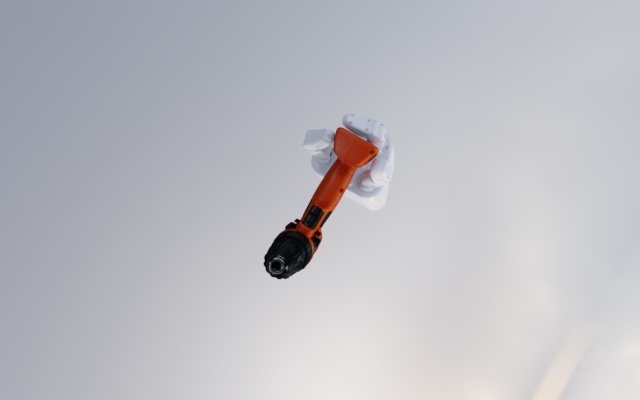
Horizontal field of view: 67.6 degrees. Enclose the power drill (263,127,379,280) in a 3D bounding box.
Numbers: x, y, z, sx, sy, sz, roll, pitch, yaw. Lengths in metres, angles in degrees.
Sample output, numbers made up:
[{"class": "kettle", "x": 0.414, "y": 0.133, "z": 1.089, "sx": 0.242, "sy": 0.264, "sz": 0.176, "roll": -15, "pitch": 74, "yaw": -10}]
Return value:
[{"class": "power drill", "x": 0.000, "y": 0.002, "z": 0.591, "sx": 0.057, "sy": 0.188, "sz": 0.184, "roll": 32, "pitch": 11, "yaw": 2}]
